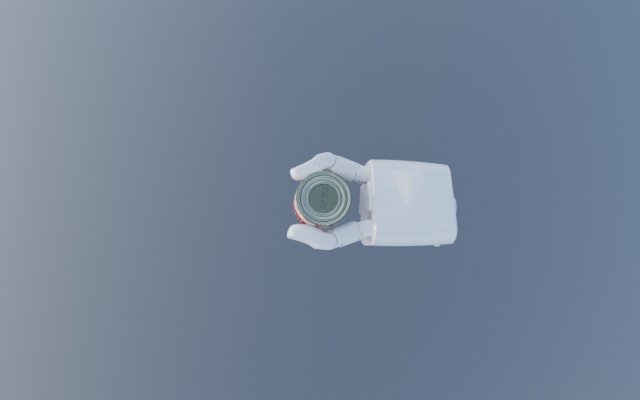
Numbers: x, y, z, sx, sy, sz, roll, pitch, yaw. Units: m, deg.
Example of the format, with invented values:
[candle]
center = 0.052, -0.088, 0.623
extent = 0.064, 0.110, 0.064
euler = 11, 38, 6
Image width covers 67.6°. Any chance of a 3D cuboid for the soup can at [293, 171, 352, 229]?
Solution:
[soup can]
center = 0.000, 0.002, 0.609
extent = 0.068, 0.068, 0.102
euler = 0, -5, -5
